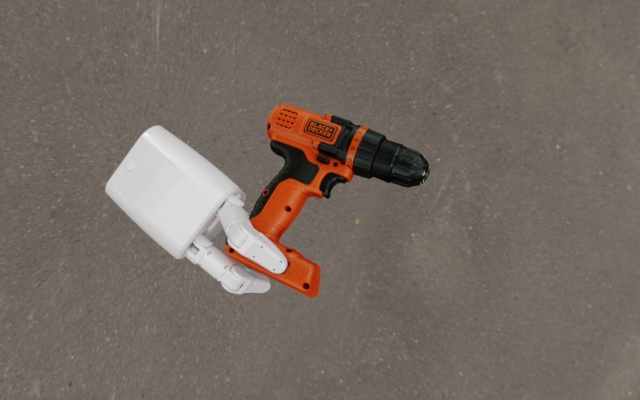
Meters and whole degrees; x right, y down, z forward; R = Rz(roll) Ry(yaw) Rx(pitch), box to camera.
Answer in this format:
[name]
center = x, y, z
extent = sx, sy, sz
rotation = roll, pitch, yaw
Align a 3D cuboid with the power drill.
[power drill]
center = 0.000, 0.002, 0.501
extent = 0.184, 0.187, 0.057
rotation = 21, -14, 17
